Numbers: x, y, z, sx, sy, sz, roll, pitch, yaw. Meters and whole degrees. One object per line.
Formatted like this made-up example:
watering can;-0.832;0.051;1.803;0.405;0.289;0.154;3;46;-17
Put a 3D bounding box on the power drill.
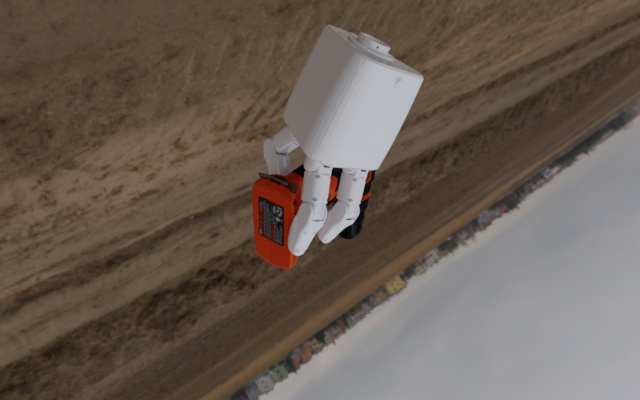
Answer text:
power drill;0.000;0.002;0.576;0.057;0.185;0.187;20;37;28
